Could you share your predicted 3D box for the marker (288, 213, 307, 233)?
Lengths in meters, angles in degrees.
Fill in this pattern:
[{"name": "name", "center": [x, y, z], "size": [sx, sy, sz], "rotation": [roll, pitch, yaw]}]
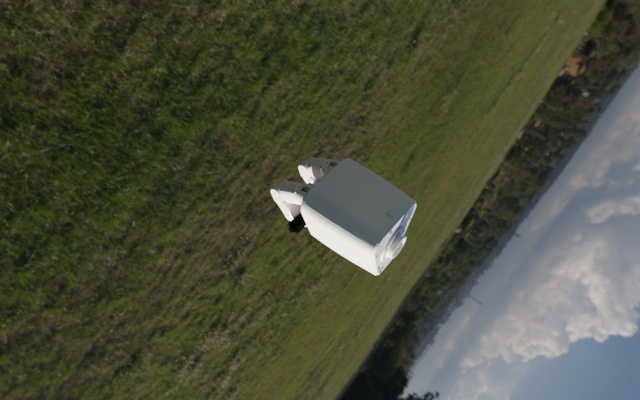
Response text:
[{"name": "marker", "center": [0.000, 0.002, 0.639], "size": [0.121, 0.020, 0.020], "rotation": [-44, 25, -30]}]
